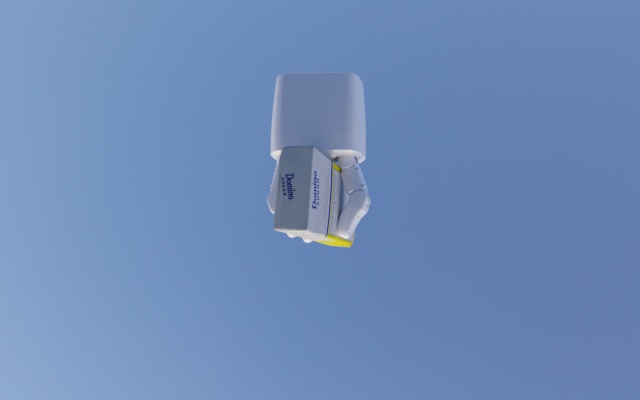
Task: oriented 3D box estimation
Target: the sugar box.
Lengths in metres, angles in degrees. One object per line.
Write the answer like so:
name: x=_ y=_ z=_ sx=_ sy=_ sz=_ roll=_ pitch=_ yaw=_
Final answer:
sugar box: x=0.000 y=0.002 z=0.578 sx=0.048 sy=0.093 sz=0.176 roll=0 pitch=-11 yaw=22
